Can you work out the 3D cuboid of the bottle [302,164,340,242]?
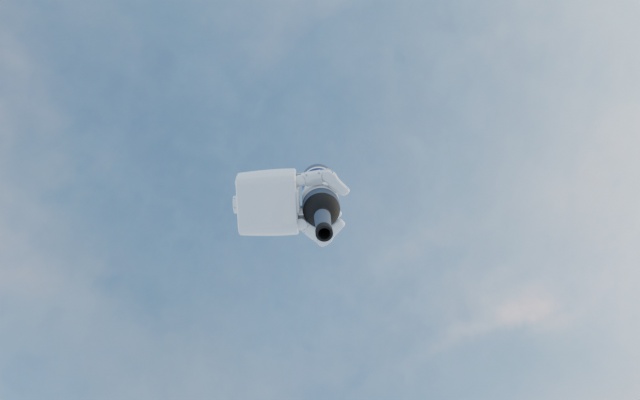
[{"bbox_3d":[0.000,0.003,0.865,0.069,0.069,0.295,0,19,-2],"label":"bottle"}]
